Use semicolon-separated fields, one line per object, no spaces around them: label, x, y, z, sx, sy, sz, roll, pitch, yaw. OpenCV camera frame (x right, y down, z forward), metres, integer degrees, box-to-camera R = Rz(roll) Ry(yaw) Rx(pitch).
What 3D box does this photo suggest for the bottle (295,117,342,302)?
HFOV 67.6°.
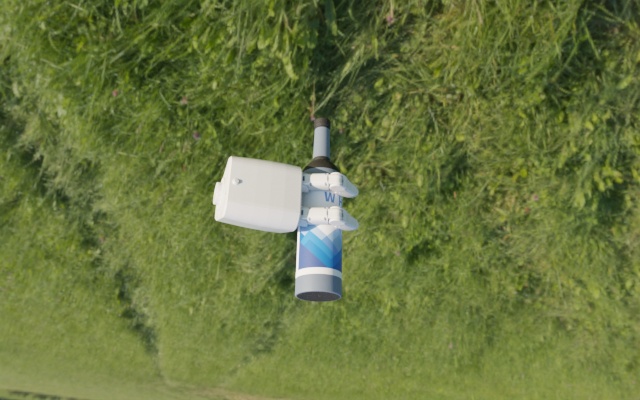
bottle;0.000;0.003;0.736;0.069;0.295;0.069;1;-24;1
